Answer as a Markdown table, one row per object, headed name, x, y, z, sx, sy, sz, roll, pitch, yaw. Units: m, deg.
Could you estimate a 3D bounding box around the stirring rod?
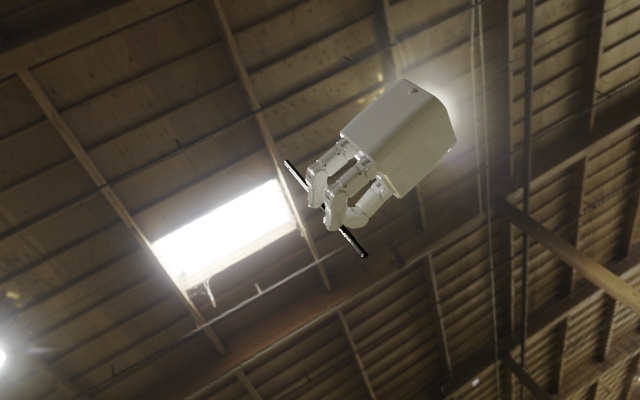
| name | x | y | z | sx | sy | sz | roll | pitch | yaw |
| --- | --- | --- | --- | --- | --- | --- | --- | --- | --- |
| stirring rod | 0.000 | 0.002 | 0.633 | 0.011 | 0.011 | 0.239 | 0 | 30 | -30 |
